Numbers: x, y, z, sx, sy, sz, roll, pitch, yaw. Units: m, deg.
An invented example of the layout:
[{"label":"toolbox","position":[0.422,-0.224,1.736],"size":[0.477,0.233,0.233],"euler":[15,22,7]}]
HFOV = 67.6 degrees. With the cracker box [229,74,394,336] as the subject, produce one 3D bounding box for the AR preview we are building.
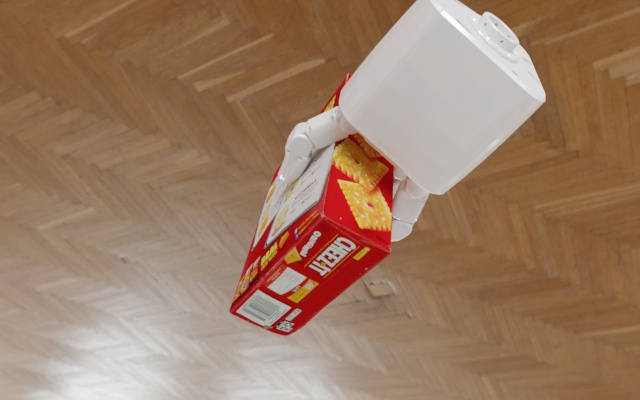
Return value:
[{"label":"cracker box","position":[0.000,0.002,0.468],"size":[0.072,0.213,0.164],"euler":[30,-50,-15]}]
